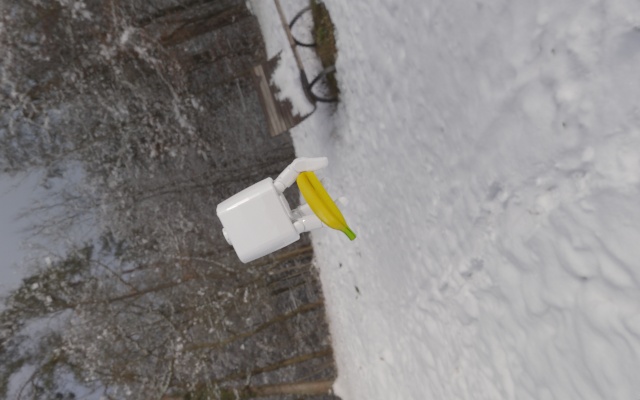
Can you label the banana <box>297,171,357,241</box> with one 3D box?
[{"bbox_3d":[-0.006,-0.007,0.781,0.037,0.070,0.197,-34,41,0],"label":"banana"}]
